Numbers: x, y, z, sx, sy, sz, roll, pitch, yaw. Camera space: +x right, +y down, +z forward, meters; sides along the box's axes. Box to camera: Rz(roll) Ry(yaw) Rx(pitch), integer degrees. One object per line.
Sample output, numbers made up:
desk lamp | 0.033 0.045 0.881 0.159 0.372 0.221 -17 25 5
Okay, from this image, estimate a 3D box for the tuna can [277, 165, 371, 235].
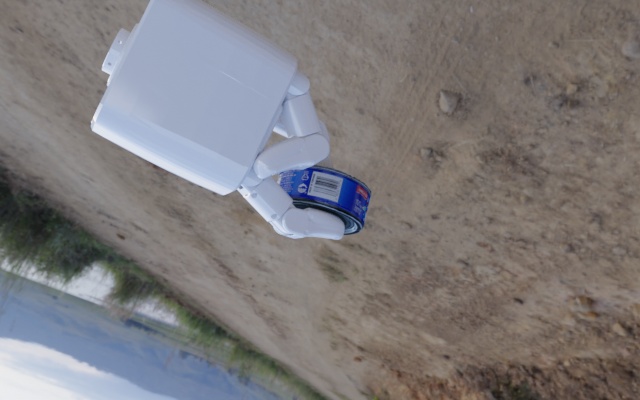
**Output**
tuna can | 0.000 0.002 0.424 0.086 0.033 0.086 13 -19 4
